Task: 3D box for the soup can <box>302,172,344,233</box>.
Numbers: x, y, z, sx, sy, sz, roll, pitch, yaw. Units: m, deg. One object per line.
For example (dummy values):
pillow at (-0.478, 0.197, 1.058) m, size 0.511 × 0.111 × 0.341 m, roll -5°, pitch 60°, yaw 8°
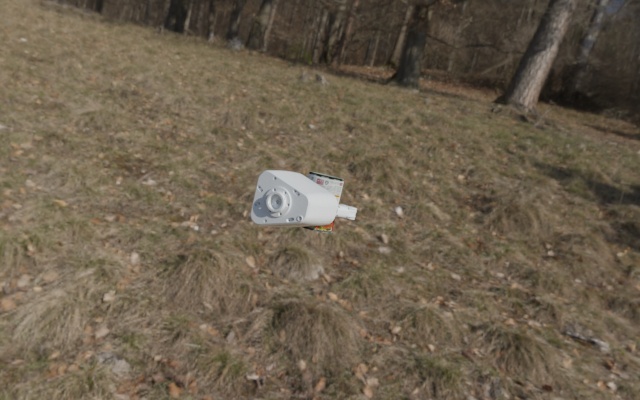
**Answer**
soup can at (0.001, 0.003, 0.884) m, size 0.068 × 0.102 × 0.068 m, roll 13°, pitch 4°, yaw -1°
